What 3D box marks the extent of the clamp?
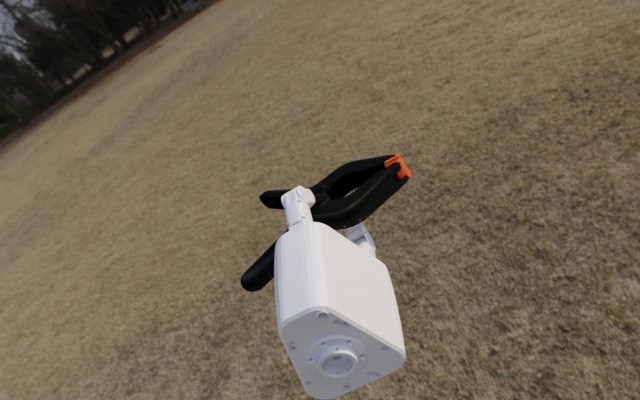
[{"bbox_3d":[0.000,0.001,0.546,0.210,0.036,0.164,-30,32,15],"label":"clamp"}]
